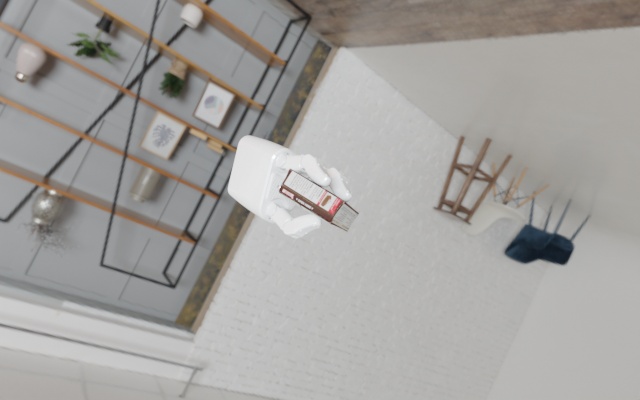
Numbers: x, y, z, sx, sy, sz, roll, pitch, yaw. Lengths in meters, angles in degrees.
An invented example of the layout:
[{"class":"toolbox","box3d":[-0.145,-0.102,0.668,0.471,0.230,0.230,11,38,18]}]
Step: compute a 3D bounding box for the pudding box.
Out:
[{"class":"pudding box","box3d":[0.000,0.002,0.671,0.090,0.039,0.113,30,1,17]}]
